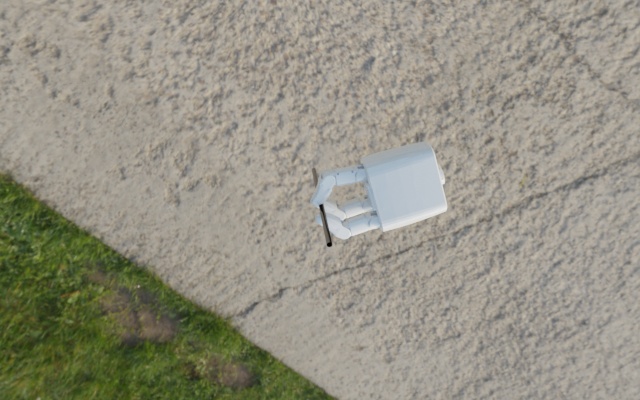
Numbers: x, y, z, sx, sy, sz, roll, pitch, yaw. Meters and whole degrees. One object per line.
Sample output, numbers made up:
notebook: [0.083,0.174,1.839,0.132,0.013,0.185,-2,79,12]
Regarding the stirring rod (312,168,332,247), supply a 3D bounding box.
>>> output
stirring rod: [0.000,0.002,0.747,0.011,0.011,0.239,0,28,-7]
